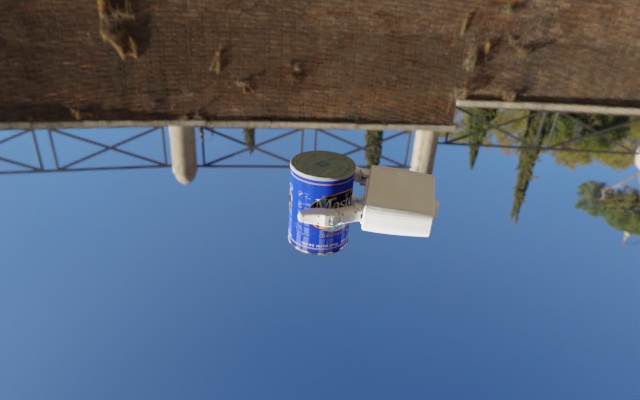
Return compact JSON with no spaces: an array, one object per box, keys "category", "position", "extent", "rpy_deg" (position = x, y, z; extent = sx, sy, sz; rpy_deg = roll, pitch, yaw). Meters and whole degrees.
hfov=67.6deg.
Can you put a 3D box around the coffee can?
[{"category":"coffee can","position":[0.000,0.002,0.778],"extent":[0.103,0.140,0.102],"rpy_deg":[3,29,-2]}]
